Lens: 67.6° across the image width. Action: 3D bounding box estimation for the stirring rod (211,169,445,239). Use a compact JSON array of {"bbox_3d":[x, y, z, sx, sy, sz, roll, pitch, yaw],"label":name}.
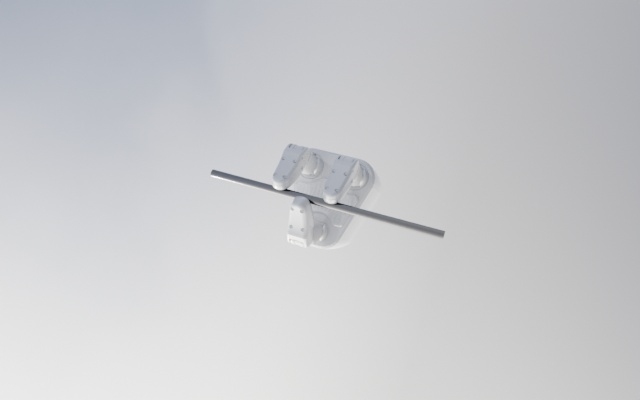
[{"bbox_3d":[0.000,0.002,0.464,0.239,0.011,0.011,15,4,15],"label":"stirring rod"}]
